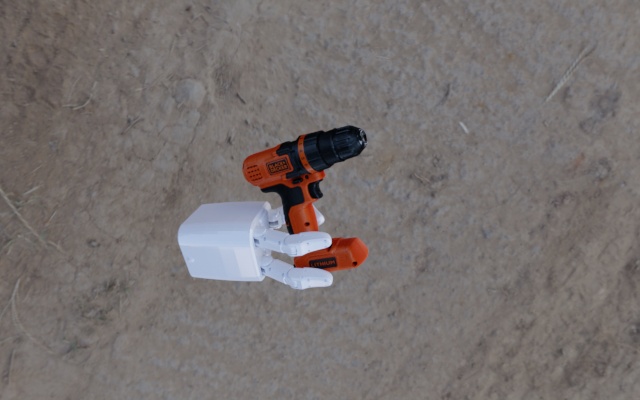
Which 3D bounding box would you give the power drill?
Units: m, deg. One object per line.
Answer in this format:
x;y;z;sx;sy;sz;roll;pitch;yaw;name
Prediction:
0.000;0.003;0.645;0.184;0.188;0.057;-13;14;30;power drill
